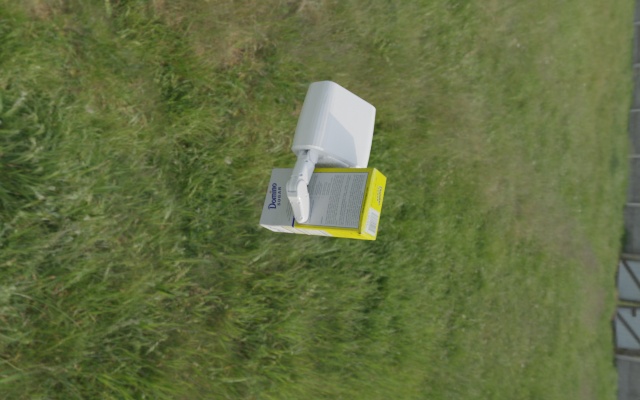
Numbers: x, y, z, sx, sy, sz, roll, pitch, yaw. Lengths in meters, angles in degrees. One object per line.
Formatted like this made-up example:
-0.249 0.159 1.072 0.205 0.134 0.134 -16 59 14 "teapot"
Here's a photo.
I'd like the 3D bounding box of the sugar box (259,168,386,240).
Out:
0.001 0.002 0.684 0.176 0.093 0.048 2 -17 36 "sugar box"
